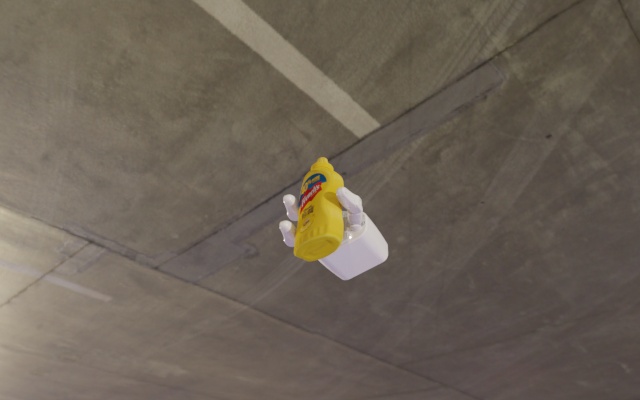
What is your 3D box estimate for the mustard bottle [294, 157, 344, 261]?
[{"bbox_3d":[0.000,0.003,0.821,0.058,0.191,0.096,25,-42,-26],"label":"mustard bottle"}]
